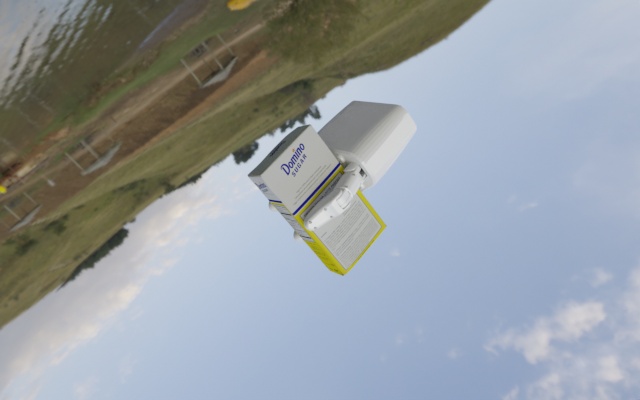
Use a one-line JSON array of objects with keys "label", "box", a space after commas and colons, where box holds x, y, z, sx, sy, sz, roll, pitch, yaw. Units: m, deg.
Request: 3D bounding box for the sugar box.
[{"label": "sugar box", "box": [0.000, 0.002, 0.599, 0.093, 0.176, 0.048, -47, 23, -20]}]
